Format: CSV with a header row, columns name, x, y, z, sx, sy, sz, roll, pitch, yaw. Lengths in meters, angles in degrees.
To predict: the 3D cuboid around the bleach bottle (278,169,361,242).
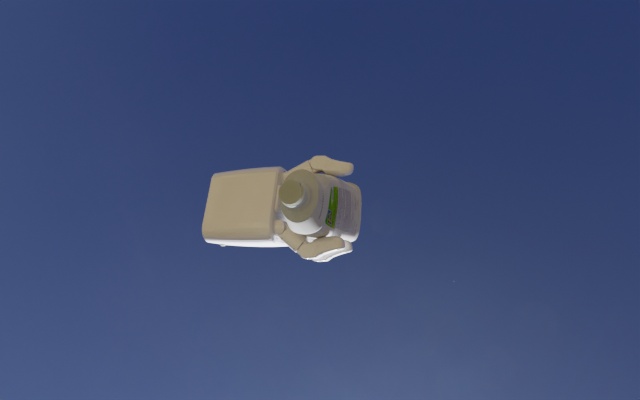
name,x,y,z,sx,sy,sz,roll,pitch,yaw
bleach bottle,0.000,0.002,0.653,0.068,0.102,0.251,-1,-10,16
